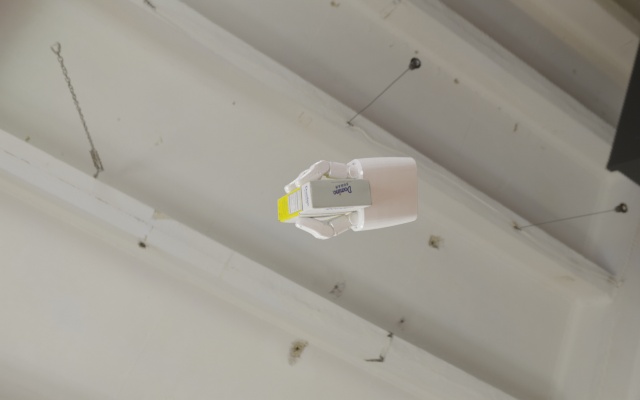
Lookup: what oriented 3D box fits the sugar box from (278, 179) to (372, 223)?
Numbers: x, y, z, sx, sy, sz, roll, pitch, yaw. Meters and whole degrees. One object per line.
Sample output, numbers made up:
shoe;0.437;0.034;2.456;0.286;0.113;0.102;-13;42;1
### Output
sugar box;0.000;0.002;0.739;0.093;0.048;0.176;-3;-10;-21
